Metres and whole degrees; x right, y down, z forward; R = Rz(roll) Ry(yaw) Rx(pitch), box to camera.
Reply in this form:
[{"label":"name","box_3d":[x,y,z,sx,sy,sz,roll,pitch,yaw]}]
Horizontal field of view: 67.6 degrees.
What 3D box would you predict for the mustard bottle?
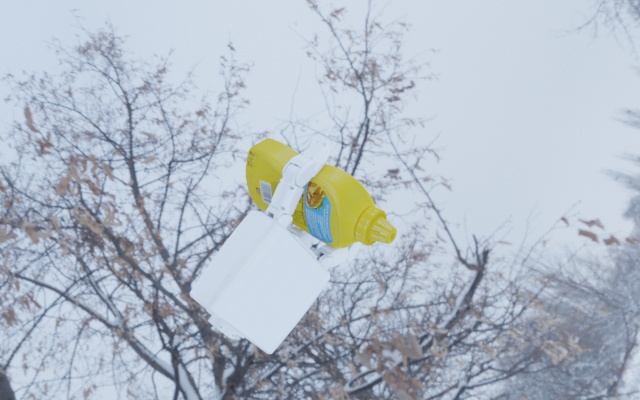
[{"label":"mustard bottle","box_3d":[0.000,0.001,0.533,0.191,0.096,0.058,26,46,33]}]
